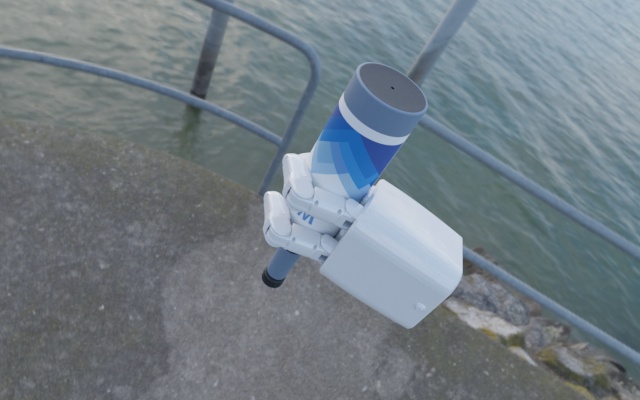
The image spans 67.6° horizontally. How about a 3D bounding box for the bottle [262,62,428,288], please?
[{"bbox_3d":[0.000,0.001,0.485,0.069,0.069,0.296,0,-40,-31],"label":"bottle"}]
